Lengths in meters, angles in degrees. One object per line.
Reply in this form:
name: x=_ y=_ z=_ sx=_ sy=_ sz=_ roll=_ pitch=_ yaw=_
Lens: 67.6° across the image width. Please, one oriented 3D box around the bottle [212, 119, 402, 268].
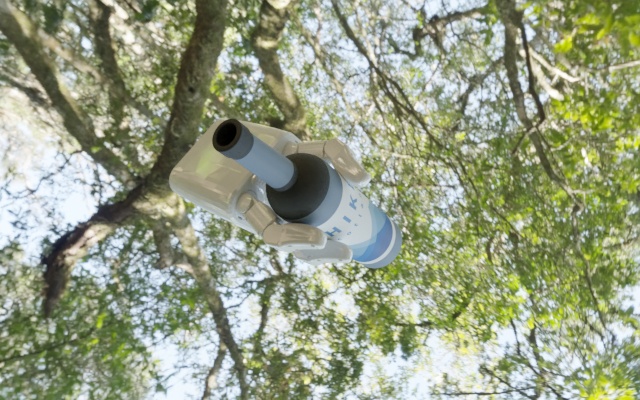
bottle: x=0.000 y=0.002 z=0.470 sx=0.069 sy=0.069 sz=0.296 roll=0 pitch=-20 yaw=30
